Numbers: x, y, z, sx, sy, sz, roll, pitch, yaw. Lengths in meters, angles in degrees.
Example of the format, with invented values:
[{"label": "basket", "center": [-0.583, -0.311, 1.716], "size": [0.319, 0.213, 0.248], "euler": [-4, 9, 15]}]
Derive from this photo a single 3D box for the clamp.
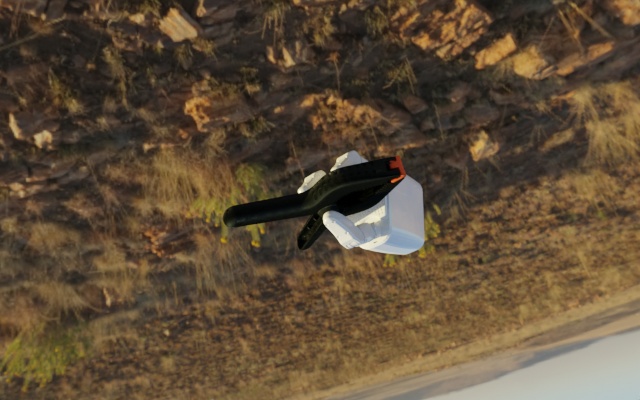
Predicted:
[{"label": "clamp", "center": [0.001, 0.002, 0.570], "size": [0.210, 0.036, 0.164], "euler": [-30, -29, 30]}]
